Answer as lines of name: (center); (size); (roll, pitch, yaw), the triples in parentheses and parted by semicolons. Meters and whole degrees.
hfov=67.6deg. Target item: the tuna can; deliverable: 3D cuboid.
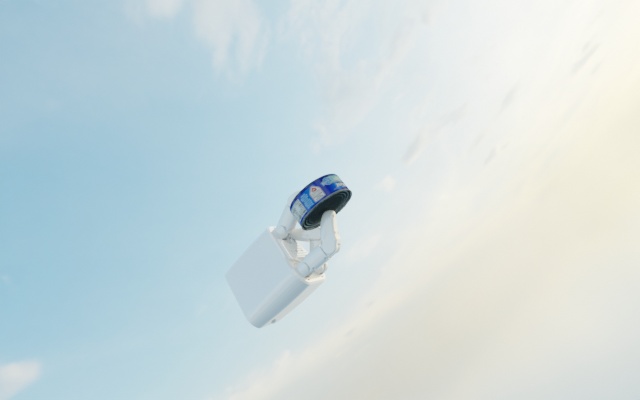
tuna can: (0.000, 0.002, 0.665); (0.086, 0.033, 0.086); (-33, -20, -13)
